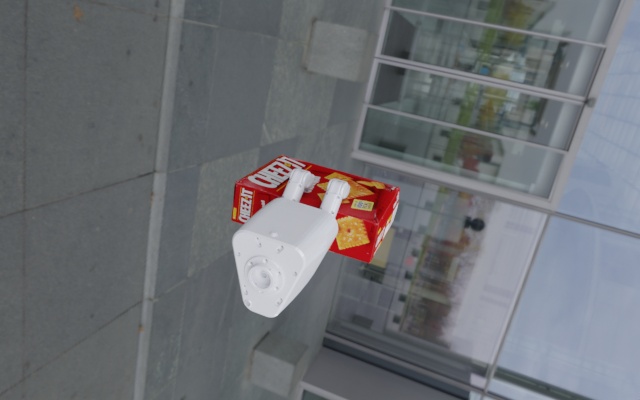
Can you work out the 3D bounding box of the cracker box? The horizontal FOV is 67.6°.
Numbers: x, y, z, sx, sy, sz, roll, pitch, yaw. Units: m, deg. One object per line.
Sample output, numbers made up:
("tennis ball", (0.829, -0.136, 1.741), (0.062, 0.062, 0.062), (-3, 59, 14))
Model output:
("cracker box", (0.000, 0.003, 0.723), (0.213, 0.072, 0.164), (17, 24, 15))
